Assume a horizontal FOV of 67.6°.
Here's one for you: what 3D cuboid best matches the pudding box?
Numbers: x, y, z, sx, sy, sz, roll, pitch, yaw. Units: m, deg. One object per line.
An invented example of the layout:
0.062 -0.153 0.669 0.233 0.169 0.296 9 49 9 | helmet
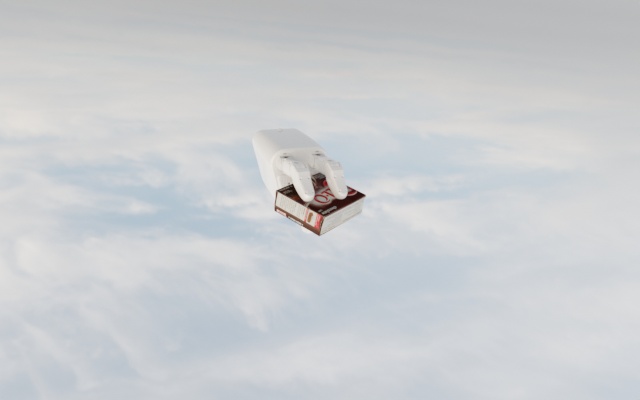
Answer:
0.000 0.002 0.710 0.090 0.039 0.113 27 33 28 | pudding box
